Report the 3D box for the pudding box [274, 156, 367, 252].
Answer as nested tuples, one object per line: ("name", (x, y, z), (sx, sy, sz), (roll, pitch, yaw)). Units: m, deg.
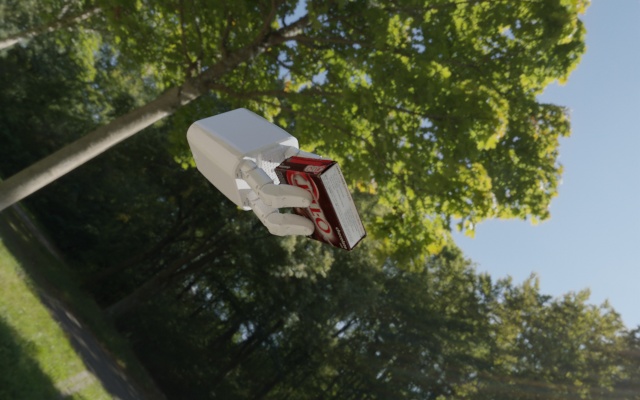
("pudding box", (0.000, 0.002, 0.592), (0.039, 0.113, 0.090), (-40, 31, -26))
